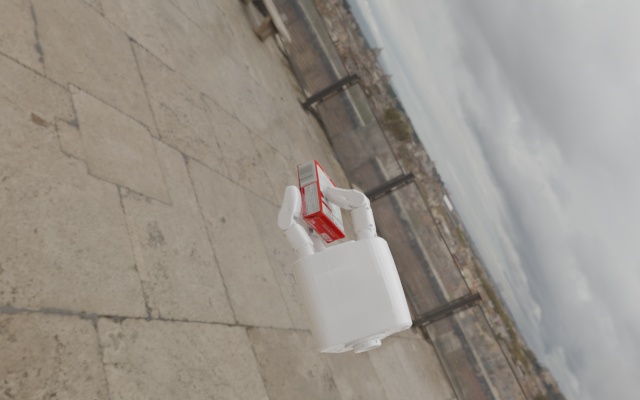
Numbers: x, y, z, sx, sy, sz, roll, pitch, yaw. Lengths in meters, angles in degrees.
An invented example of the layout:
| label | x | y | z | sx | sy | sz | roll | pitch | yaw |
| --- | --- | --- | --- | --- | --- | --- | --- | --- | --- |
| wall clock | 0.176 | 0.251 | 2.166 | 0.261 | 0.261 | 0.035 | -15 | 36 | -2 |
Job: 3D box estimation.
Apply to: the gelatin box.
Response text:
| label | x | y | z | sx | sy | sz | roll | pitch | yaw |
| --- | --- | --- | --- | --- | --- | --- | --- | --- | --- |
| gelatin box | 0.000 | 0.002 | 0.635 | 0.030 | 0.089 | 0.073 | -20 | -37 | 17 |
